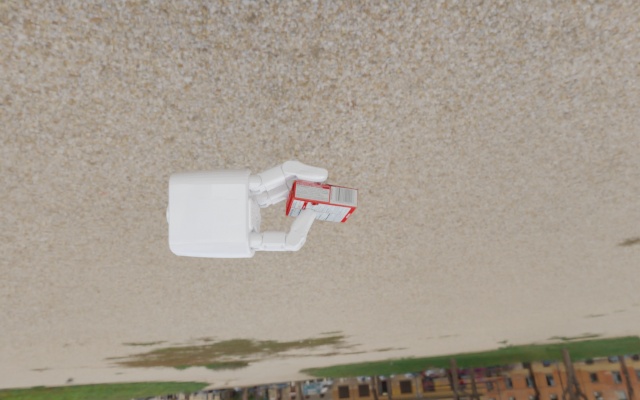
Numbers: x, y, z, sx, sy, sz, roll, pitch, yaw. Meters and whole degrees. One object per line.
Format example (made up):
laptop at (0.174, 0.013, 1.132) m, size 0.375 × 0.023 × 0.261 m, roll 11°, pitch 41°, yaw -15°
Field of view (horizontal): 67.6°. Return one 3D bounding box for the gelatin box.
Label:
gelatin box at (0.000, 0.003, 0.653) m, size 0.089 × 0.030 × 0.073 m, roll 8°, pitch -20°, yaw -8°
